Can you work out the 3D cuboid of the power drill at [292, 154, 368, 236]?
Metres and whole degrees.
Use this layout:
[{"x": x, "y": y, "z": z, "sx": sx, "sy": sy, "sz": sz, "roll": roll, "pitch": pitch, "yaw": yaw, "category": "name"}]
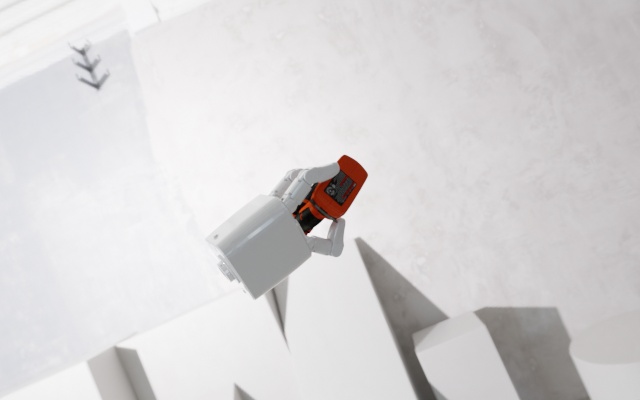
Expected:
[{"x": 0.000, "y": 0.002, "z": 0.773, "sx": 0.057, "sy": 0.184, "sz": 0.188, "roll": 38, "pitch": -36, "yaw": -6, "category": "power drill"}]
